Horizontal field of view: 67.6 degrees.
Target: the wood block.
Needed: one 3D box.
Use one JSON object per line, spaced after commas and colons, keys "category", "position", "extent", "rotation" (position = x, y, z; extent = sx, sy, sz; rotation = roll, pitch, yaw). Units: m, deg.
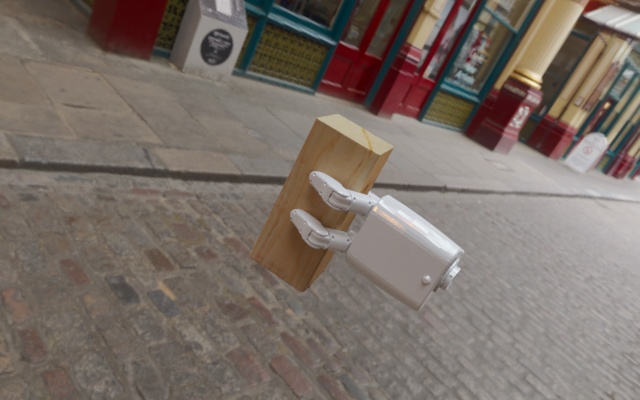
{"category": "wood block", "position": [0.001, 0.002, 0.623], "extent": [0.090, 0.206, 0.091], "rotation": [32, 21, 10]}
